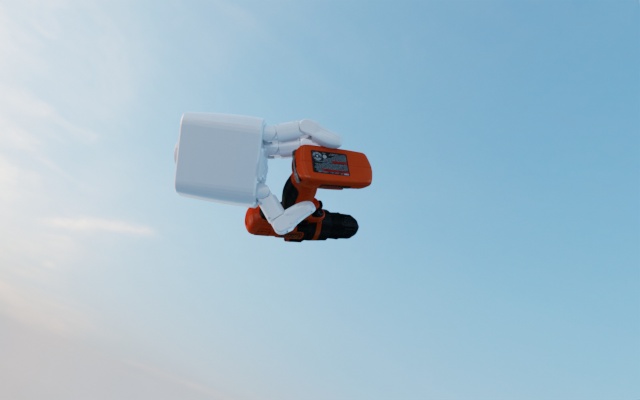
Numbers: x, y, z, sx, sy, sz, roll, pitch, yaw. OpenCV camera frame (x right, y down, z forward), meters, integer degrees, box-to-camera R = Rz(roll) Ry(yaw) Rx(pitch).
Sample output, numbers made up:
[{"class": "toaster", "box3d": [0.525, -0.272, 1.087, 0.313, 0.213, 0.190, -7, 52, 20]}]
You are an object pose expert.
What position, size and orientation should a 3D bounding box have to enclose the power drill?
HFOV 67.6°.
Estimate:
[{"class": "power drill", "box3d": [0.000, 0.002, 0.684, 0.184, 0.057, 0.188, 4, -33, -24]}]
